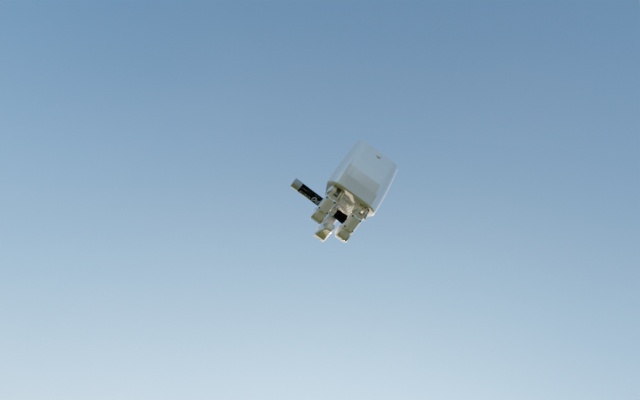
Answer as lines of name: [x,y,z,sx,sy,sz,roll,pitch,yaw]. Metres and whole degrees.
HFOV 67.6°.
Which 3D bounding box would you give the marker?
marker: [0.000,0.003,0.849,0.121,0.020,0.020,36,-5,-7]
